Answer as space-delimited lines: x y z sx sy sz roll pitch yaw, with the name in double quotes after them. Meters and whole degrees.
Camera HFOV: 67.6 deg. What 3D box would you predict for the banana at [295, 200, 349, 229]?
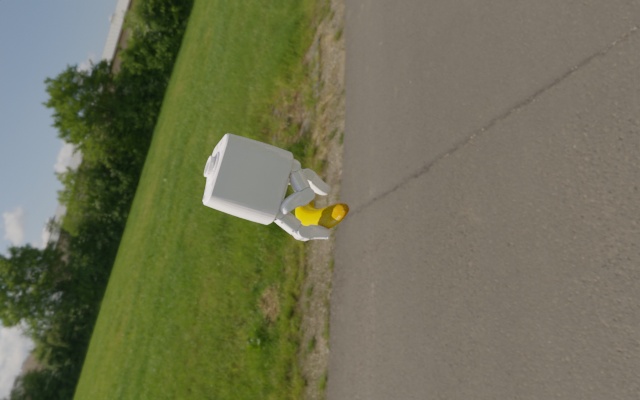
-0.007 0.020 0.821 0.037 0.069 0.197 17 5 -22 "banana"
